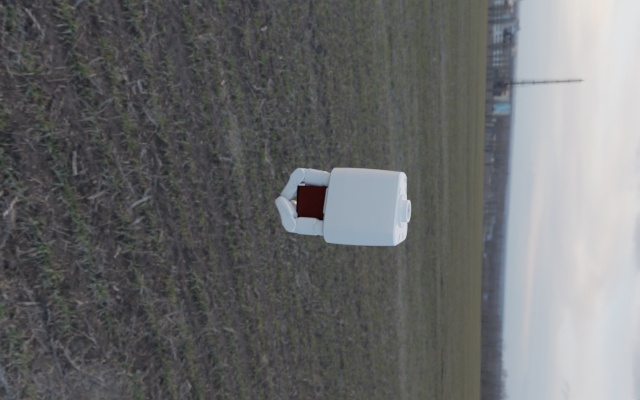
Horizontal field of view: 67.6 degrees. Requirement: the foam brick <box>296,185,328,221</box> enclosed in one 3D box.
[{"bbox_3d":[0.000,0.002,0.756,0.051,0.053,0.078,4,4,21],"label":"foam brick"}]
